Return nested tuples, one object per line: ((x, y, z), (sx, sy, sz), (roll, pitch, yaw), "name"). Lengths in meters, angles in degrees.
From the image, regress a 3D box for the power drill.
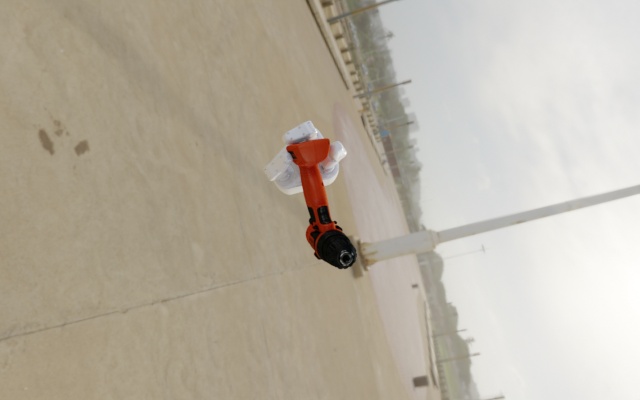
((0.000, 0.002, 0.723), (0.057, 0.188, 0.184), (-13, 10, -13), "power drill")
